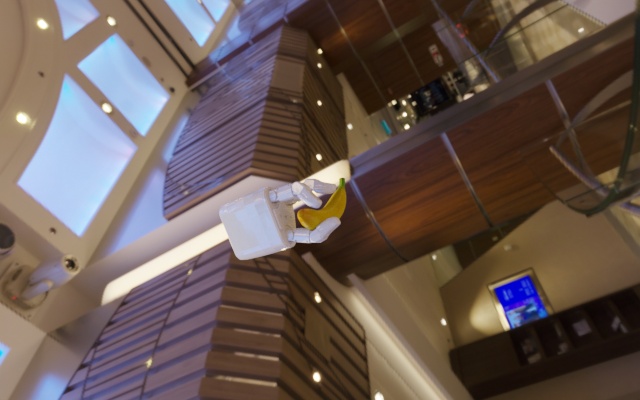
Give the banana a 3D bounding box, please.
[{"bbox_3d":[0.007,0.019,0.878,0.037,0.070,0.197,-12,14,26],"label":"banana"}]
